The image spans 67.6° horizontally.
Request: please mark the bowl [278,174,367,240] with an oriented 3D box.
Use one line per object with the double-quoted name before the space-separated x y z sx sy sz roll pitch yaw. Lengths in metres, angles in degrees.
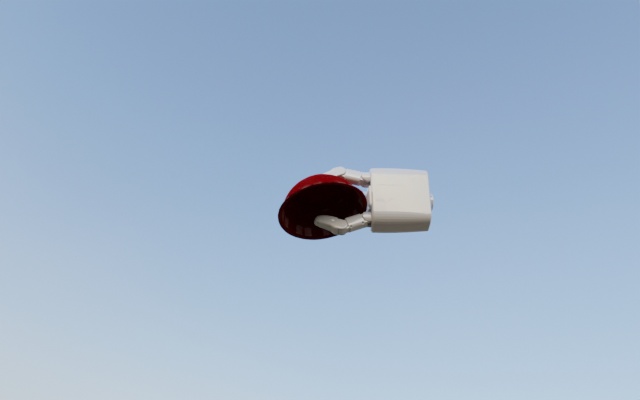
"bowl" -0.001 0.002 0.861 0.162 0.055 0.162 -8 -39 -7
